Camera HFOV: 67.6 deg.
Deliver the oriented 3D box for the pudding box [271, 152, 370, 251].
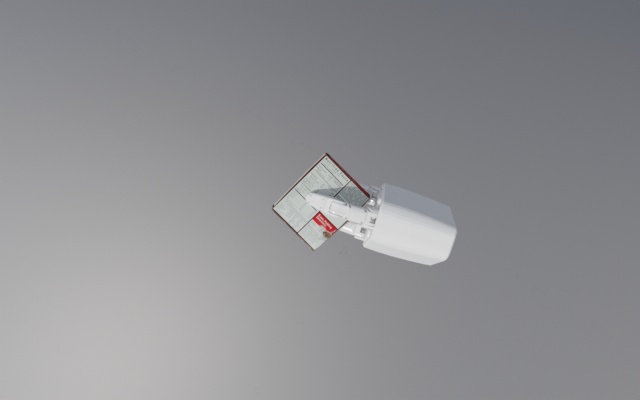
[{"bbox_3d":[0.000,0.002,0.674,0.113,0.090,0.039,-44,4,4],"label":"pudding box"}]
